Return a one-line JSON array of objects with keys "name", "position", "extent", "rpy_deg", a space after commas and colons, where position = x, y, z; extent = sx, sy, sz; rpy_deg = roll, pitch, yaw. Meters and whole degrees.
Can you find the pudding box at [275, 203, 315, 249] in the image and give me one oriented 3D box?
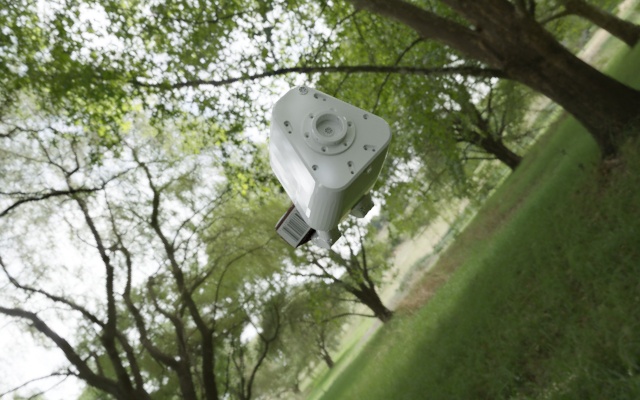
[{"name": "pudding box", "position": [0.000, 0.002, 0.593], "extent": [0.039, 0.113, 0.090], "rpy_deg": [41, 9, 8]}]
